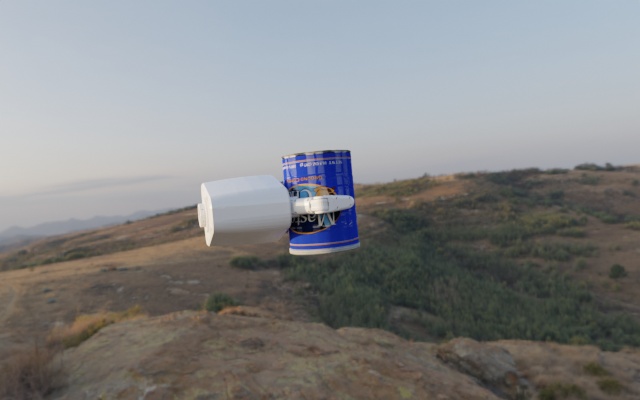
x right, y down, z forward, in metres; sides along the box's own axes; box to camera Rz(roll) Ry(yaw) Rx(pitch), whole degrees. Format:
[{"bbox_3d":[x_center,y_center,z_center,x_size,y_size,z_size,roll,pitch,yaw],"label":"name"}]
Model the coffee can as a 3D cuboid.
[{"bbox_3d":[0.000,0.002,0.695,0.103,0.140,0.103,-5,1,0],"label":"coffee can"}]
